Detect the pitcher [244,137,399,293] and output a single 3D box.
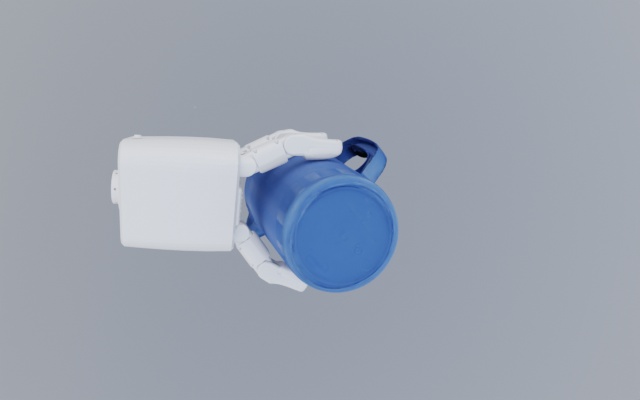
[{"bbox_3d":[0.000,0.002,0.524,0.145,0.149,0.242,5,9,-15],"label":"pitcher"}]
